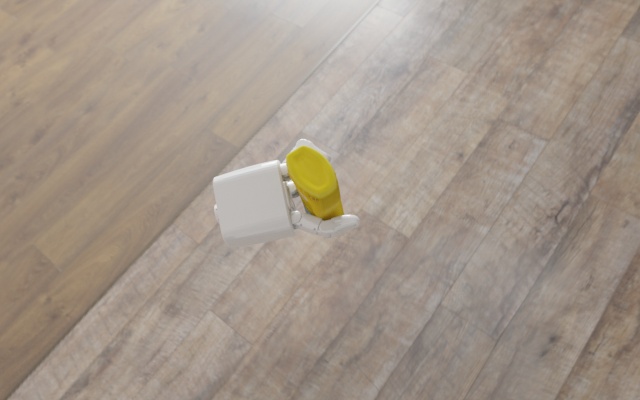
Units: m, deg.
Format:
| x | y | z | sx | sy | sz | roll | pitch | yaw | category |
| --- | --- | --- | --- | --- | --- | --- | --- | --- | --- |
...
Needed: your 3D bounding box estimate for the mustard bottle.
| x | y | z | sx | sy | sz | roll | pitch | yaw | category |
| --- | --- | --- | --- | --- | --- | --- | --- | --- | --- |
| 0.000 | 0.002 | 0.746 | 0.058 | 0.096 | 0.192 | -35 | -28 | -10 | mustard bottle |
